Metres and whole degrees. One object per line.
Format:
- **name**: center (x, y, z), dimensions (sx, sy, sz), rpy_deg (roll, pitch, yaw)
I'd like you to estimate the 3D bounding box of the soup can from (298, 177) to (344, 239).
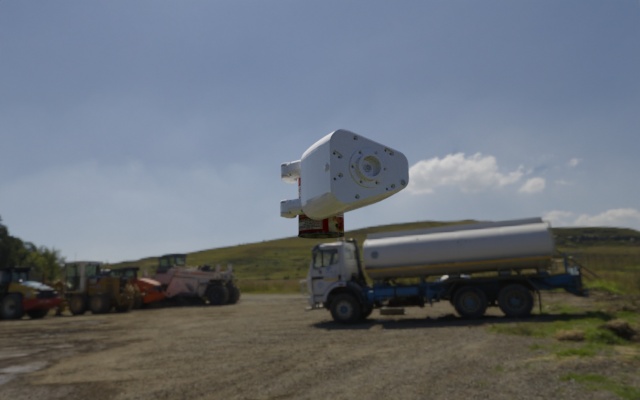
- **soup can**: center (0.000, 0.002, 0.701), dimensions (0.068, 0.102, 0.068), rpy_deg (-1, -10, 0)
